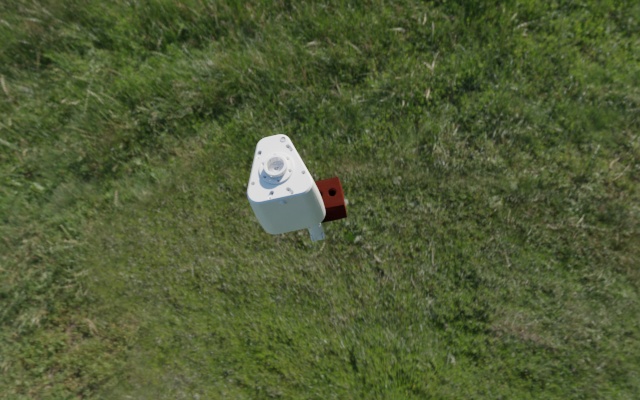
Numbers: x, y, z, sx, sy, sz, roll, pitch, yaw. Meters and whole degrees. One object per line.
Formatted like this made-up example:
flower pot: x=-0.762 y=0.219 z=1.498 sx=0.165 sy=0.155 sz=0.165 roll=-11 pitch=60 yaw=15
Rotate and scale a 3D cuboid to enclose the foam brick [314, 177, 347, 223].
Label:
foam brick: x=0.000 y=0.002 z=0.772 sx=0.078 sy=0.053 sz=0.051 roll=-12 pitch=-27 yaw=2
